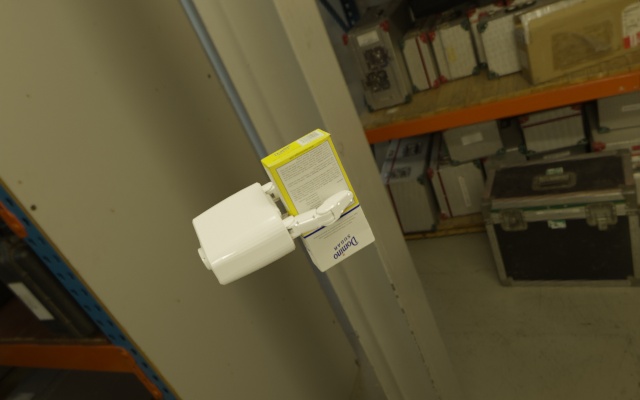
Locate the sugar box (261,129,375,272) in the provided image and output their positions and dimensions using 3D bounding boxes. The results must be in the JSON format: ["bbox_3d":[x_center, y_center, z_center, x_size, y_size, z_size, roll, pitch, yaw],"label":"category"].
[{"bbox_3d":[0.000,0.002,0.655,0.093,0.176,0.048,-29,28,-10],"label":"sugar box"}]
